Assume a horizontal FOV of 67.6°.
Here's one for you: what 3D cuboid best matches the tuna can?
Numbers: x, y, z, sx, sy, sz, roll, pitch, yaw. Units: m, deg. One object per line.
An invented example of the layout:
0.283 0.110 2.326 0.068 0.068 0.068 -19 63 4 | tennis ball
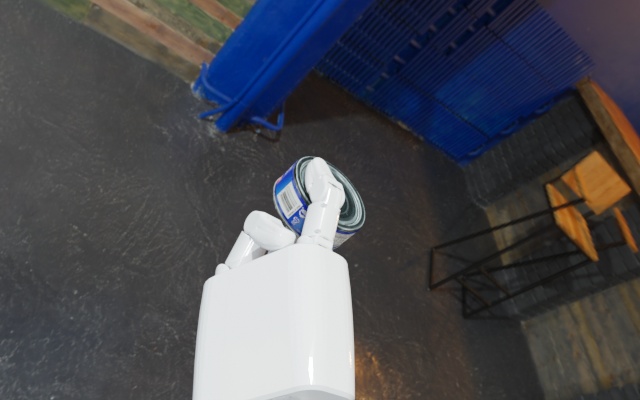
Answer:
0.000 0.001 0.441 0.086 0.086 0.034 0 -35 -50 | tuna can
